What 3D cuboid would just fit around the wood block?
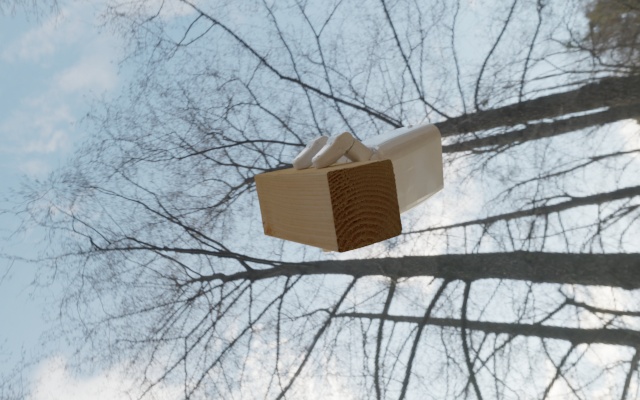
[{"bbox_3d":[0.000,0.002,0.610,0.090,0.091,0.206,-13,8,-28],"label":"wood block"}]
